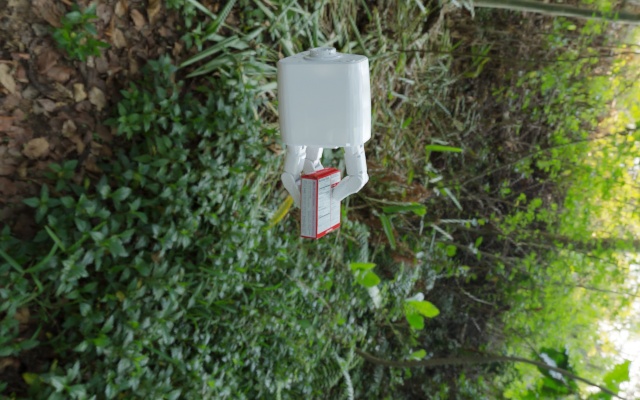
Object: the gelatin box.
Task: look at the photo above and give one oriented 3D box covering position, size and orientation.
[{"bbox_3d":[0.001,0.003,0.673,0.030,0.089,0.073,7,15,27],"label":"gelatin box"}]
